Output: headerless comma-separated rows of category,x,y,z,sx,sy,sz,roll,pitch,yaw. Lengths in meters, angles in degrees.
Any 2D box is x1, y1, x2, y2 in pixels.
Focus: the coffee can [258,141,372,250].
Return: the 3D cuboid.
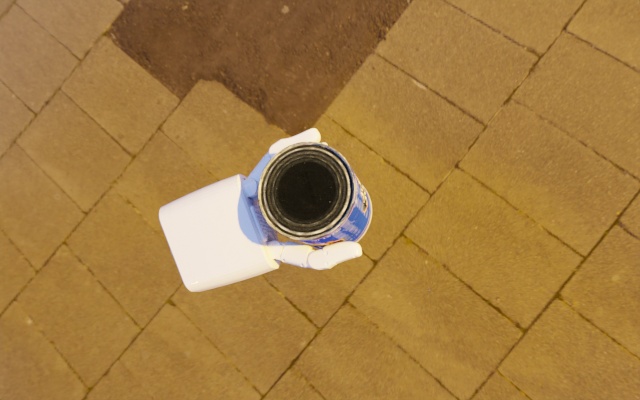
coffee can,0.000,0.002,0.547,0.103,0.103,0.140,0,-10,13
